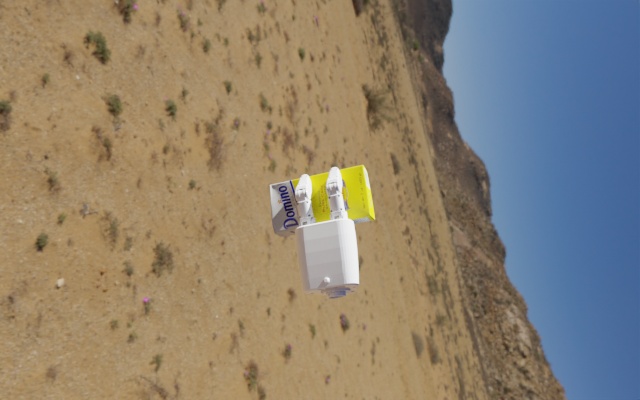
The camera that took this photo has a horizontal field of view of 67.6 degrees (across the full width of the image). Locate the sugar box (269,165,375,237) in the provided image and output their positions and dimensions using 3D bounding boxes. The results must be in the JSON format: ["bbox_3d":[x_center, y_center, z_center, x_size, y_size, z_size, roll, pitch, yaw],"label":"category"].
[{"bbox_3d":[0.000,0.003,0.834,0.176,0.093,0.048,-11,-18,14],"label":"sugar box"}]
